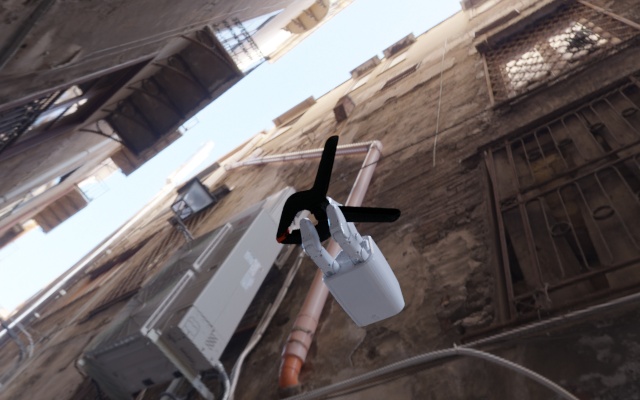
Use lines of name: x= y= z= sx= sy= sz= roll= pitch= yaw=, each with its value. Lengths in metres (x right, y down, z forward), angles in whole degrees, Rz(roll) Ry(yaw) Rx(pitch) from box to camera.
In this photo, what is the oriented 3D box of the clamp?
clamp: x=0.000 y=0.003 z=0.768 sx=0.210 sy=0.164 sz=0.036 roll=-28 pitch=13 yaw=27
